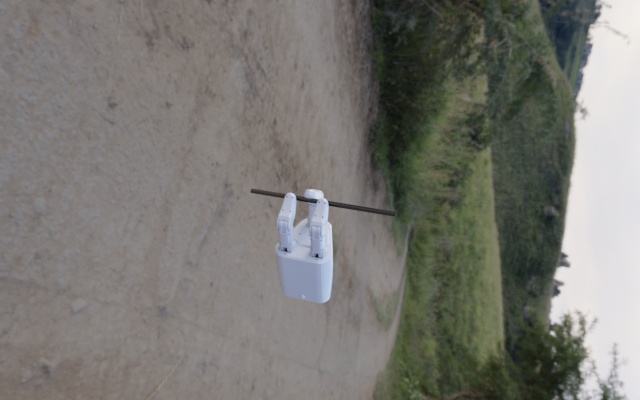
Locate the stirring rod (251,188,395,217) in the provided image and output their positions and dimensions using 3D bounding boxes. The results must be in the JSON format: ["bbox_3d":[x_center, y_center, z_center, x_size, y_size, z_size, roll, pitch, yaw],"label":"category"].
[{"bbox_3d":[0.000,0.003,0.768,0.239,0.011,0.011,9,2,14],"label":"stirring rod"}]
